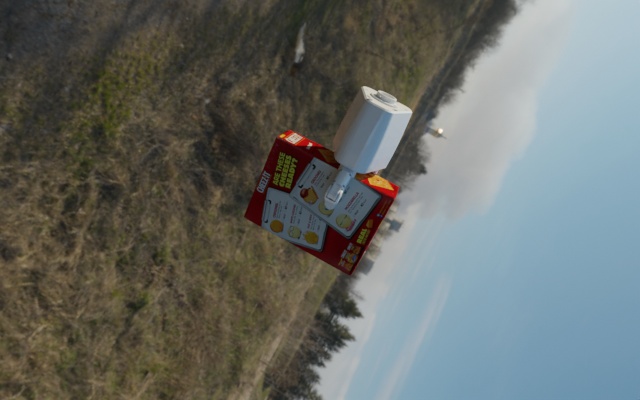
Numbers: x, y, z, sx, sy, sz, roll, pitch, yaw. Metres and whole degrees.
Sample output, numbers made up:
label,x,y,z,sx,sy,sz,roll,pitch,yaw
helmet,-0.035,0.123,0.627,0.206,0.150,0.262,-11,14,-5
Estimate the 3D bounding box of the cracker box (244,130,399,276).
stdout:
label,x,y,z,sx,sy,sz,roll,pitch,yaw
cracker box,0.000,0.003,0.811,0.213,0.164,0.072,28,24,5
